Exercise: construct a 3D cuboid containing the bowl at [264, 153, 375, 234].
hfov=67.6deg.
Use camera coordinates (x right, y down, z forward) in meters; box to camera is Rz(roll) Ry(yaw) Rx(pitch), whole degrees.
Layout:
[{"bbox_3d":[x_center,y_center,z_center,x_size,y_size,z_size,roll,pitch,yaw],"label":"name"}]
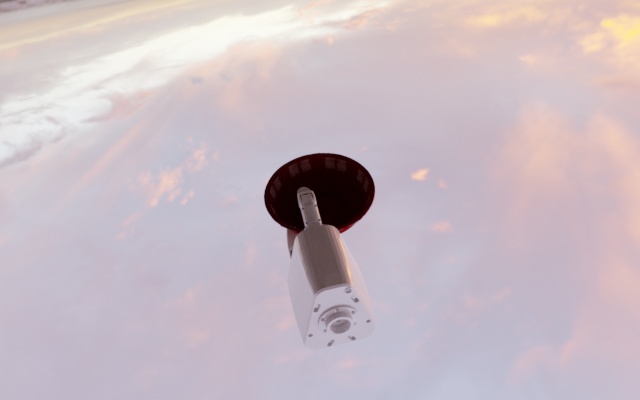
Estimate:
[{"bbox_3d":[0.000,0.002,0.710,0.162,0.162,0.055,0,-41,6],"label":"bowl"}]
